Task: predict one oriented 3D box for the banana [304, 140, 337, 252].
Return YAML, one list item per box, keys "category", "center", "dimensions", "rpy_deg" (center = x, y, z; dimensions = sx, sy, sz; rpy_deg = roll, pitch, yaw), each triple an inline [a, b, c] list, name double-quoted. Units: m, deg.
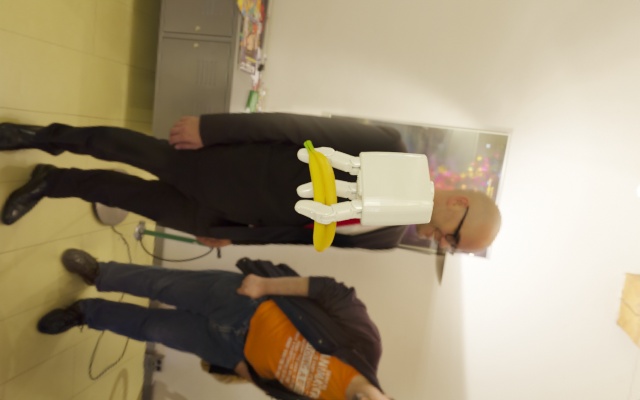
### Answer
- category: "banana"
  center: [0.004, 0.006, 0.763]
  dimensions: [0.037, 0.198, 0.069]
  rpy_deg: [-8, 23, -11]
